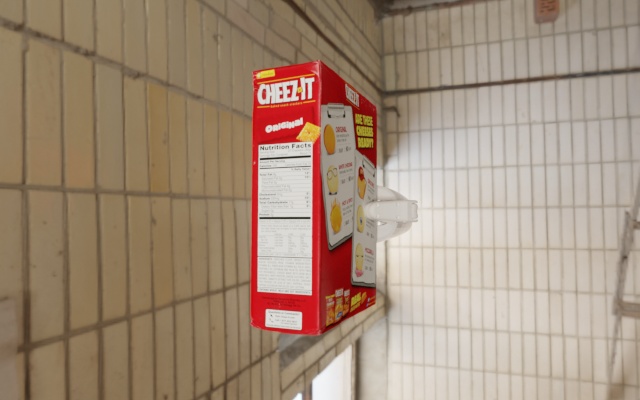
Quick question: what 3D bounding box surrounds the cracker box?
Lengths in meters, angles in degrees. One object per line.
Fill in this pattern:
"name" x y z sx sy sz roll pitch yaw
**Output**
"cracker box" 0.000 0.002 0.448 0.072 0.213 0.164 -1 -3 22
